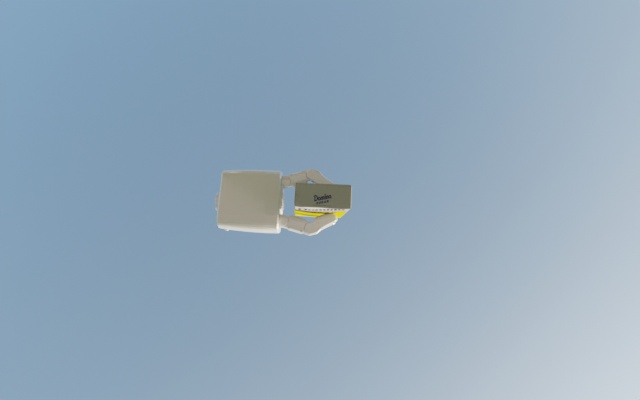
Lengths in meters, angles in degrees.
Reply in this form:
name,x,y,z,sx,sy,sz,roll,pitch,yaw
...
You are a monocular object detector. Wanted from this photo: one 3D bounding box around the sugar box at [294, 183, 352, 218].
name,x,y,z,sx,sy,sz,roll,pitch,yaw
sugar box,0.000,0.003,0.843,0.093,0.048,0.176,2,-4,-2
